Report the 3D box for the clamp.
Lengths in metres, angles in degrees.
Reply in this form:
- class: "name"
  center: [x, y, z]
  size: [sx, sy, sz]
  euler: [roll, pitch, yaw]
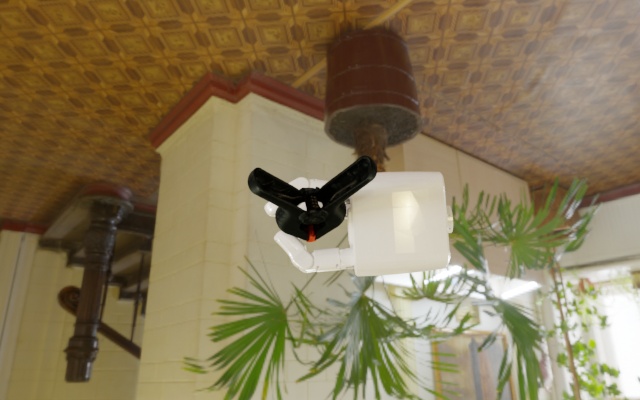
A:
- class: "clamp"
  center: [0.000, 0.002, 0.504]
  size: [0.120, 0.039, 0.171]
  euler: [-5, -21, 5]
